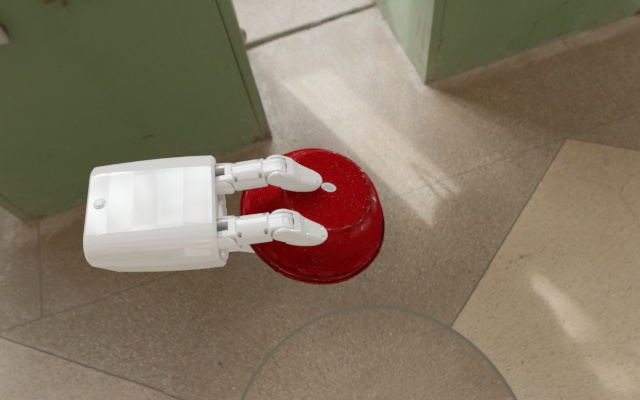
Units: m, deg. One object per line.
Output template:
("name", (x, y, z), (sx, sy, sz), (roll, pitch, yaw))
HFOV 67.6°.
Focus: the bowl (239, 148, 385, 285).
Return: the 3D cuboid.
("bowl", (0.001, 0.001, 0.493), (0.162, 0.162, 0.055), (0, -30, -18))
